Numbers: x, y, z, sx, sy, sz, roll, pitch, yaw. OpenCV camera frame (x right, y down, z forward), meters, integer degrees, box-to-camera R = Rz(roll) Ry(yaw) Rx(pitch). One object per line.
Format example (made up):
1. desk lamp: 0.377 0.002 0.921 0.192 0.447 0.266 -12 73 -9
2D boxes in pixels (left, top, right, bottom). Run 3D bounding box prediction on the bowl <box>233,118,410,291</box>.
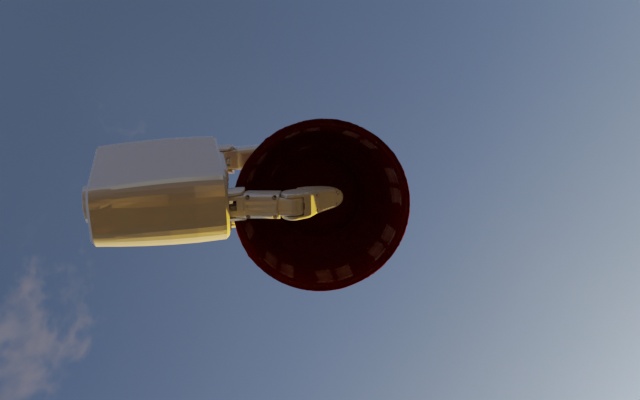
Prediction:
1. bowl: 0.001 0.002 0.456 0.162 0.162 0.055 0 14 -5
